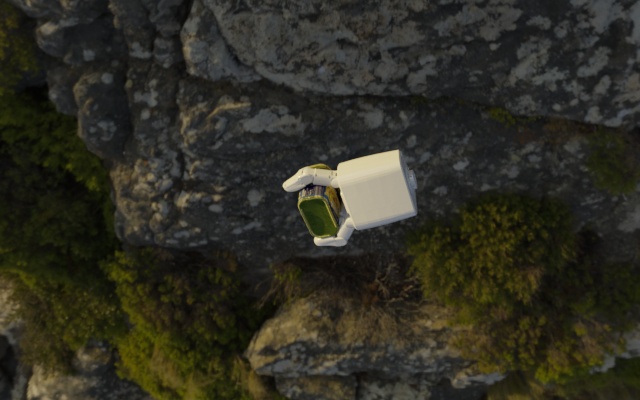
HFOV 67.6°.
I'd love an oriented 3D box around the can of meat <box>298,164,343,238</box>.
[{"bbox_3d":[0.000,0.003,0.834,0.057,0.102,0.083,-11,41,15],"label":"can of meat"}]
